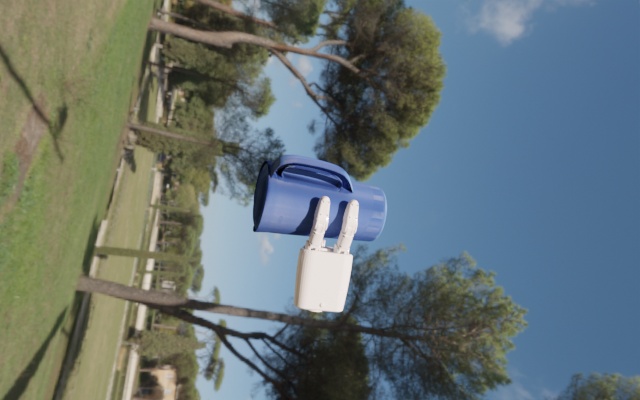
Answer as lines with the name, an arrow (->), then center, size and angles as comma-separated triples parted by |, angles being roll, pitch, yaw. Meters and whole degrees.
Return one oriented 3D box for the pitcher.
pitcher -> 0.000, 0.003, 0.894 | 0.243, 0.145, 0.149 | 9, -1, -16
